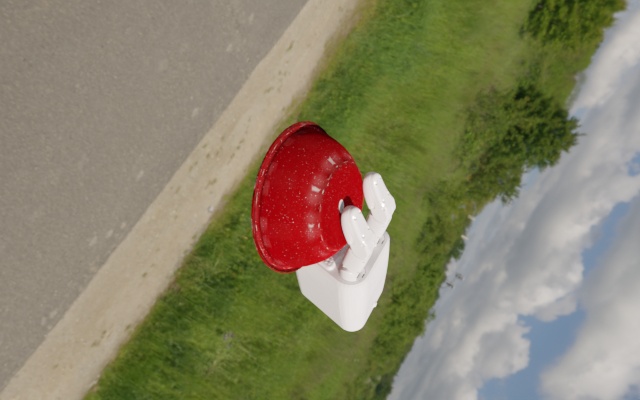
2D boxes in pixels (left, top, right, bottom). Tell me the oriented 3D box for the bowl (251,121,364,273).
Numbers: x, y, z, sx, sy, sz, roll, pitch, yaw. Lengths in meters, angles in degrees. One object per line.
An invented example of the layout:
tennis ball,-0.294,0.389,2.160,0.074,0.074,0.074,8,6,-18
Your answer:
bowl,0.000,0.001,0.490,0.055,0.162,0.162,11,5,30
